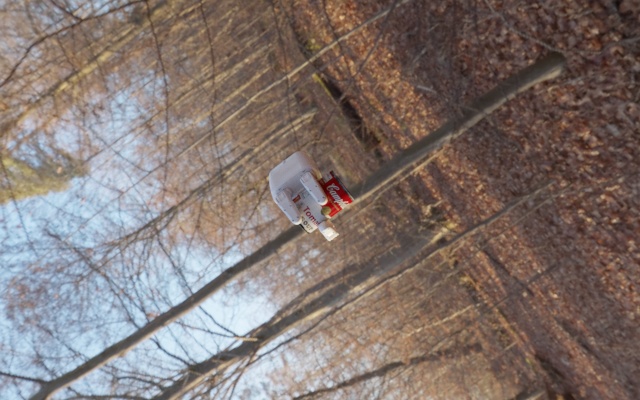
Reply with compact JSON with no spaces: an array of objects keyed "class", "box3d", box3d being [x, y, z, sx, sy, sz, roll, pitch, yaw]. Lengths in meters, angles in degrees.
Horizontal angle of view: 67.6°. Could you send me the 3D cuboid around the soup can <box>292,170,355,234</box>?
[{"class":"soup can","box3d":[0.000,0.003,0.845,0.102,0.068,0.068,-36,-3,4]}]
